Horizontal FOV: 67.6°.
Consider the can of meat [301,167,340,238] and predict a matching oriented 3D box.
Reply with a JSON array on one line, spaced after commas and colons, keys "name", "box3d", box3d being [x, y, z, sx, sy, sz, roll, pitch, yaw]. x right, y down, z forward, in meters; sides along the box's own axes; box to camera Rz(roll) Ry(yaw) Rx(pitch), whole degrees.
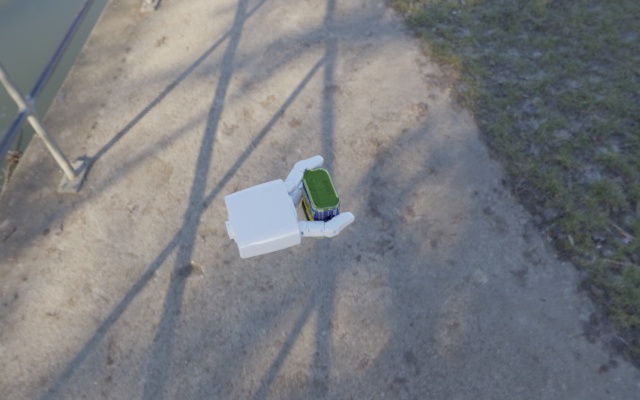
[{"name": "can of meat", "box3d": [0.000, 0.003, 0.870, 0.057, 0.102, 0.084, -13, -37, -10]}]
